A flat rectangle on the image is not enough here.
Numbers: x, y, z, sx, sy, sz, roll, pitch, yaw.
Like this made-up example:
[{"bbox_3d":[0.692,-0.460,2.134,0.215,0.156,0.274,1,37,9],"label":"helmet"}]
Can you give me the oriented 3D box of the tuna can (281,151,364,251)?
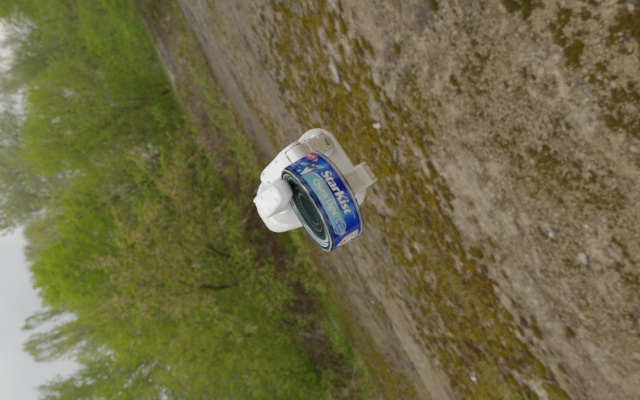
[{"bbox_3d":[0.000,0.002,0.424,0.033,0.086,0.086,-30,9,-16],"label":"tuna can"}]
